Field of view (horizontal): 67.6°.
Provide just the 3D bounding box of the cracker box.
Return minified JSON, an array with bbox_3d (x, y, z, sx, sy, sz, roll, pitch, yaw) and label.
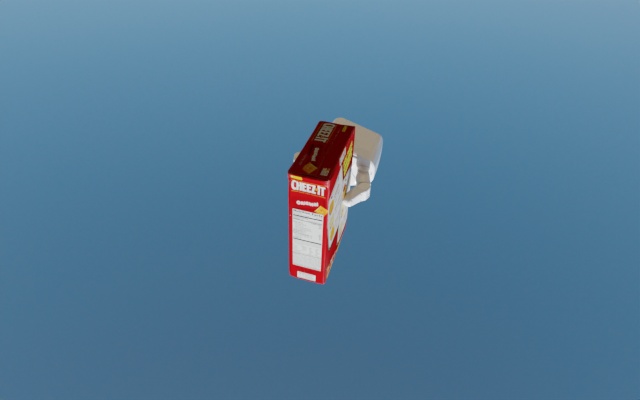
[{"bbox_3d":[0.000,0.003,0.787,0.072,0.214,0.164,11,39,12],"label":"cracker box"}]
